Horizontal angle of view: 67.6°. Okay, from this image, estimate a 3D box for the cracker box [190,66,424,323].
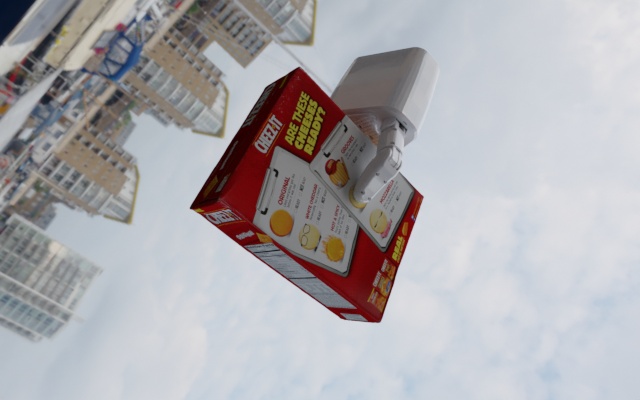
[{"bbox_3d":[0.000,0.002,0.491,0.214,0.164,0.072,41,-32,-26],"label":"cracker box"}]
